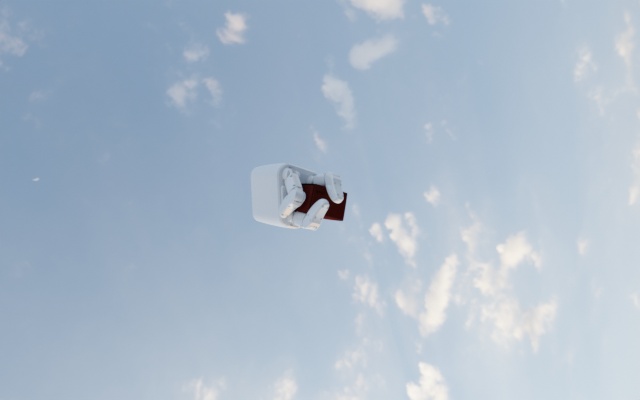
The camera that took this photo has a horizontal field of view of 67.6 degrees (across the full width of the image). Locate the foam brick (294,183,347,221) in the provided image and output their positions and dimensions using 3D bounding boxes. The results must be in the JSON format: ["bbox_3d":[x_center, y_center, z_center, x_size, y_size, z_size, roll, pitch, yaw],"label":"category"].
[{"bbox_3d":[0.000,0.003,0.843,0.078,0.053,0.051,16,-8,-37],"label":"foam brick"}]
